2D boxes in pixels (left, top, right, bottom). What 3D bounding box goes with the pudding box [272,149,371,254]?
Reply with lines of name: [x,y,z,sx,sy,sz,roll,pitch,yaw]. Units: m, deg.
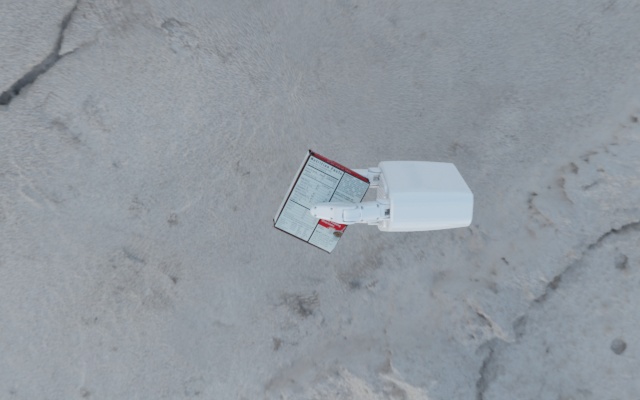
pudding box: [0.000,0.002,0.628,0.090,0.113,0.039,26,11,-8]
